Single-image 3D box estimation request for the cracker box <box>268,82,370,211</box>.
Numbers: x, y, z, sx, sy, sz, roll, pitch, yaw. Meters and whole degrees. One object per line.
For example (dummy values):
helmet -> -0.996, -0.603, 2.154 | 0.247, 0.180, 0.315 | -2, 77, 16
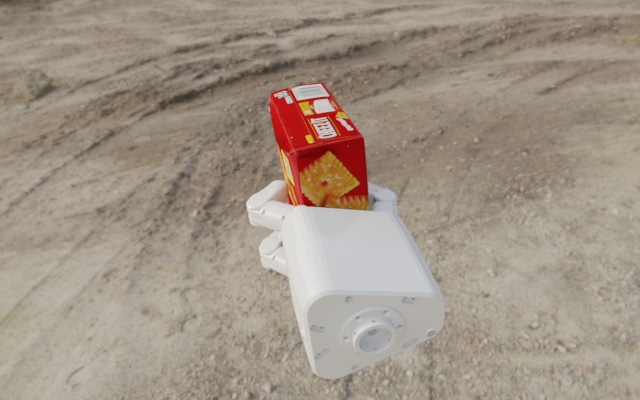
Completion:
cracker box -> 0.000, 0.002, 0.517 | 0.072, 0.214, 0.164 | -12, 32, -8
